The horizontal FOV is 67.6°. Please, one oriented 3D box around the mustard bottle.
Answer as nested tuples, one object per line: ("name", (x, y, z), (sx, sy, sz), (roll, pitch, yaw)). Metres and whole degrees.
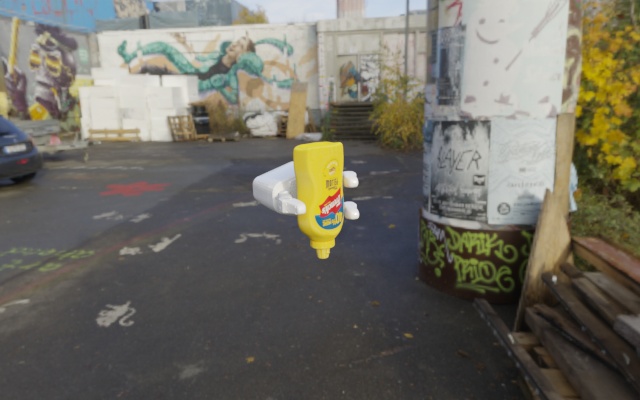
("mustard bottle", (0.000, 0.002, 0.787), (0.058, 0.192, 0.096), (7, 15, 35))
